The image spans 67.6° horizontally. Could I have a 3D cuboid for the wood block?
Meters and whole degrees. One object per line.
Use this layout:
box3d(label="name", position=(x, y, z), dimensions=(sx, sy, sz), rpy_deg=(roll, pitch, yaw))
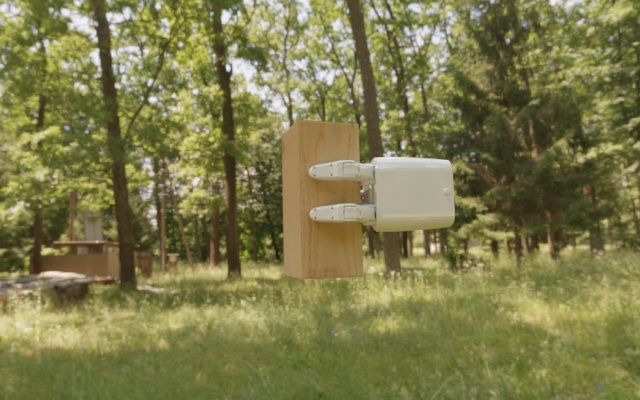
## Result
box3d(label="wood block", position=(0.000, 0.002, 0.667), dimensions=(0.090, 0.206, 0.091), rpy_deg=(0, -6, -18))
